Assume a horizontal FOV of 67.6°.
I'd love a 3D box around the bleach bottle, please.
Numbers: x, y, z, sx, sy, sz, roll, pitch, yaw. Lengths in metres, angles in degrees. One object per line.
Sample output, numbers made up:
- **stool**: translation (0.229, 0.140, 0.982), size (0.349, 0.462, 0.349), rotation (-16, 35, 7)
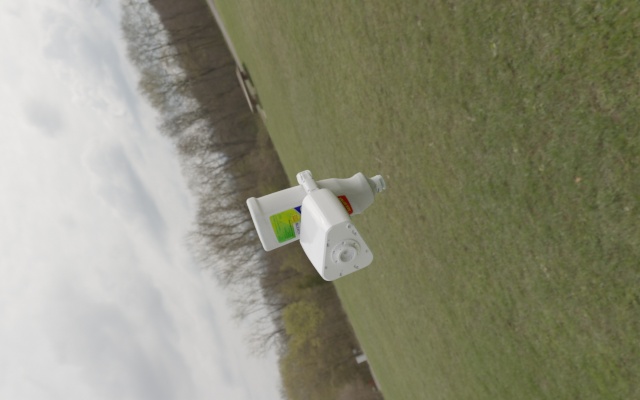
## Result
- **bleach bottle**: translation (0.000, 0.003, 0.875), size (0.251, 0.103, 0.068), rotation (-21, 36, -10)
